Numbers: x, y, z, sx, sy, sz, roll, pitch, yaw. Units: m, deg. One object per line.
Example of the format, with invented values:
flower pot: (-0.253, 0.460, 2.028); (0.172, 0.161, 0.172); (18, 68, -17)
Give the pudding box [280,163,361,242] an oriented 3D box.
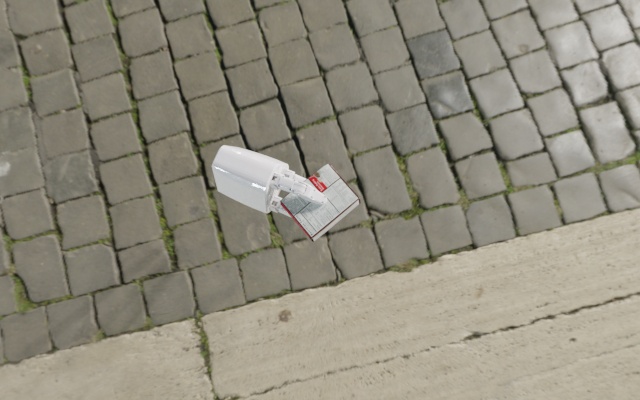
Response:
pudding box: (0.000, 0.003, 0.832); (0.113, 0.090, 0.039); (-39, -13, -4)
